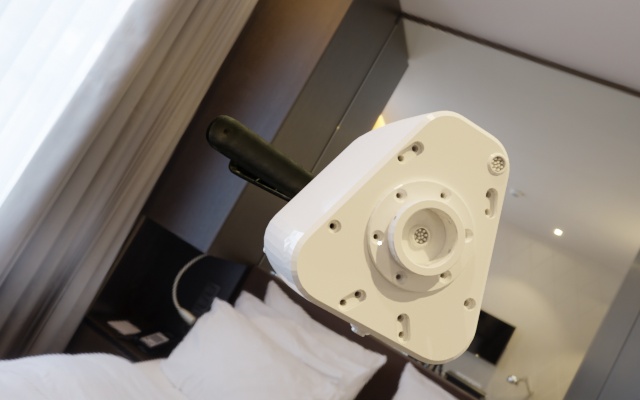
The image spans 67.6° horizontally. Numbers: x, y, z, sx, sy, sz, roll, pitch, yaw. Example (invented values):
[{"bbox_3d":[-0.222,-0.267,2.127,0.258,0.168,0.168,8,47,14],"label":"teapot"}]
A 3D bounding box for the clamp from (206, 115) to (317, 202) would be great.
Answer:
[{"bbox_3d":[0.001,0.001,0.413,0.210,0.036,0.164,30,-5,-9],"label":"clamp"}]
